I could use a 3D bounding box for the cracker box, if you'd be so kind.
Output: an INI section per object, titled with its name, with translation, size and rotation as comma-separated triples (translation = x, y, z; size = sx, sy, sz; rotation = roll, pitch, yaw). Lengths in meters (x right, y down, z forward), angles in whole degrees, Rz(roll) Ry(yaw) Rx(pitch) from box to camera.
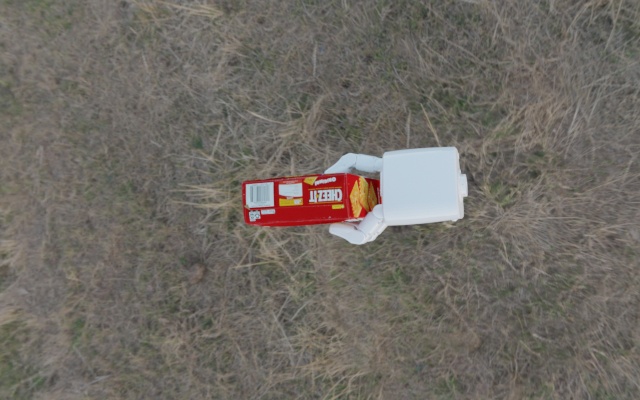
[cracker box]
translation = 0.000, 0.002, 0.757
size = 0.164, 0.072, 0.214
rotation = -4, -3, 21
